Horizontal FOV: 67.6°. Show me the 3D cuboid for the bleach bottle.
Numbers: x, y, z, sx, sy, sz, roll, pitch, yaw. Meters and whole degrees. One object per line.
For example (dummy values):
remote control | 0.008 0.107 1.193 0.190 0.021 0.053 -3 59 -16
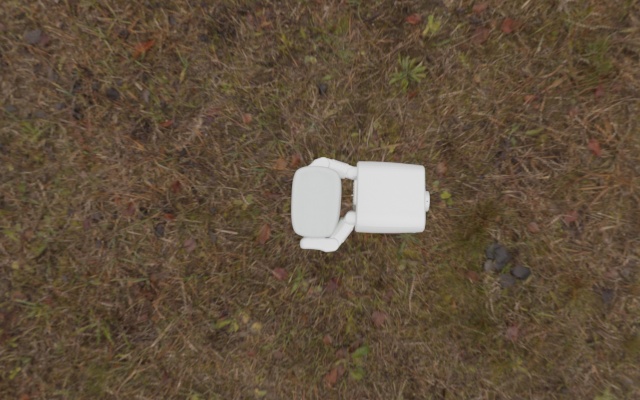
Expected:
bleach bottle | 0.000 0.003 0.772 0.068 0.102 0.251 4 1 3
